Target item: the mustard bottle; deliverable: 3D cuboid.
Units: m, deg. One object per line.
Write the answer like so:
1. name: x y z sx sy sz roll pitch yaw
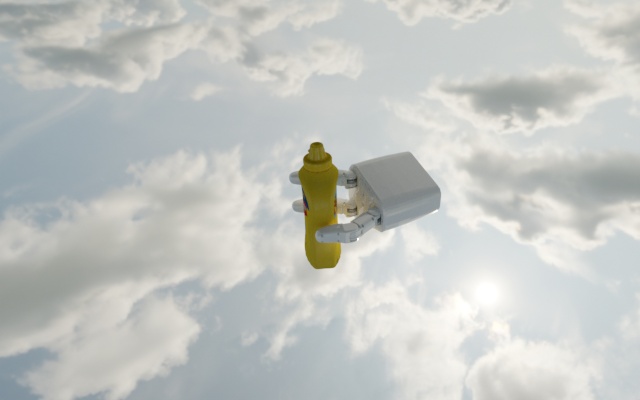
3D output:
1. mustard bottle: 0.000 0.003 0.706 0.058 0.192 0.096 -3 34 0
